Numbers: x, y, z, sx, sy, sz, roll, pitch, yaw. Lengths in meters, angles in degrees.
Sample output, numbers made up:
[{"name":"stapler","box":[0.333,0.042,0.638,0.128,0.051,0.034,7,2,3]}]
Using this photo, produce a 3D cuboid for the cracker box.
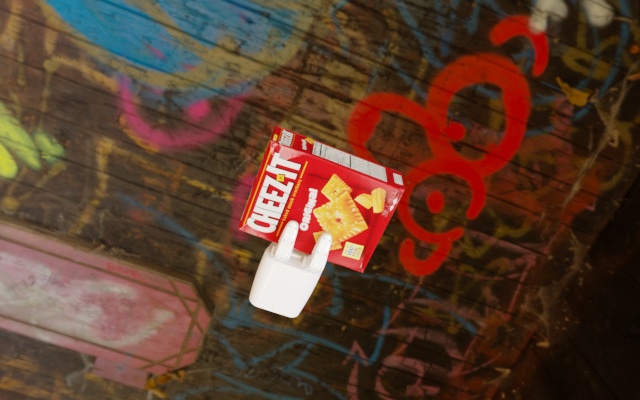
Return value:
[{"name":"cracker box","box":[0.000,0.002,0.743,0.214,0.164,0.072,20,27,-8]}]
